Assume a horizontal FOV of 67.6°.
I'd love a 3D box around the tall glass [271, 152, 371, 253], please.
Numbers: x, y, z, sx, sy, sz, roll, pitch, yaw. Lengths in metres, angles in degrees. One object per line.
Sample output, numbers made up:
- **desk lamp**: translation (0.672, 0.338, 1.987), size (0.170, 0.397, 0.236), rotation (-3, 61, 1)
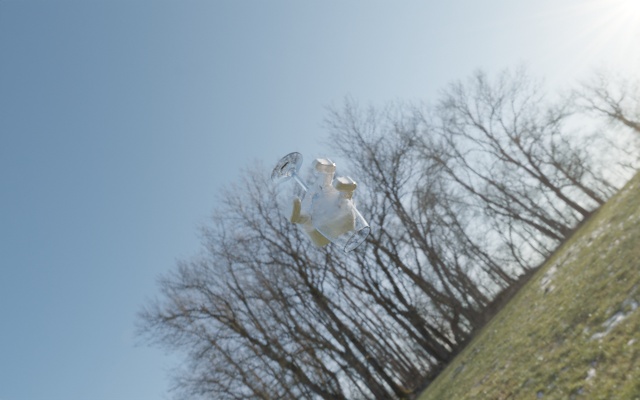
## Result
- **tall glass**: translation (0.000, 0.002, 0.856), size (0.201, 0.079, 0.079), rotation (46, 23, 25)
